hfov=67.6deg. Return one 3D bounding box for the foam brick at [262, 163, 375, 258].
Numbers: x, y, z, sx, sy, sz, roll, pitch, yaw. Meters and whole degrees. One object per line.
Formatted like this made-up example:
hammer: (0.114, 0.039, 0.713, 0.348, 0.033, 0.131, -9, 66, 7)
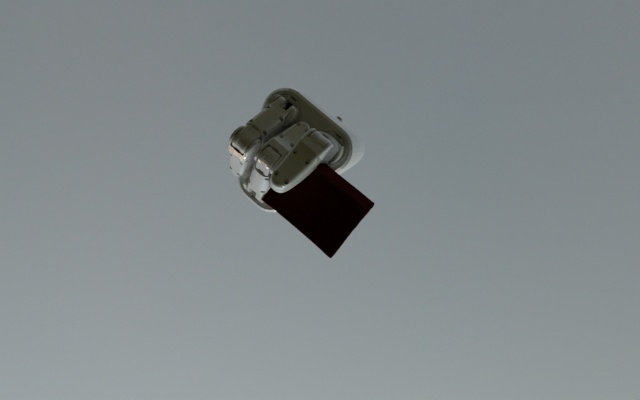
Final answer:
foam brick: (0.000, 0.002, 0.414, 0.078, 0.053, 0.051, 41, 13, 6)
